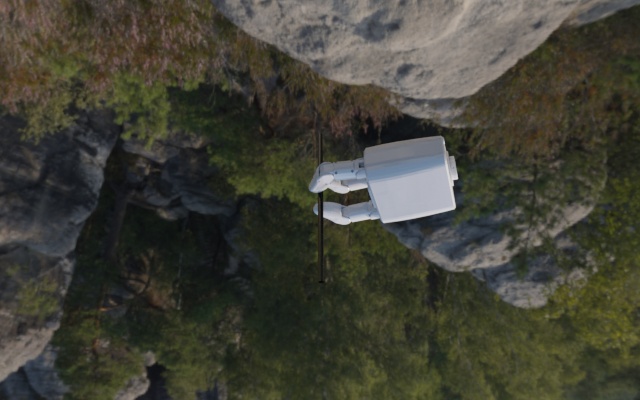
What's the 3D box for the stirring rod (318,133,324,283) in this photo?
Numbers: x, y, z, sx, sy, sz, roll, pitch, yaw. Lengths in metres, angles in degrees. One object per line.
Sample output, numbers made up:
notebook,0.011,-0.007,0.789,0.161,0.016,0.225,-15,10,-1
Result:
stirring rod,0.000,0.002,0.684,0.011,0.239,0.011,0,-29,0
